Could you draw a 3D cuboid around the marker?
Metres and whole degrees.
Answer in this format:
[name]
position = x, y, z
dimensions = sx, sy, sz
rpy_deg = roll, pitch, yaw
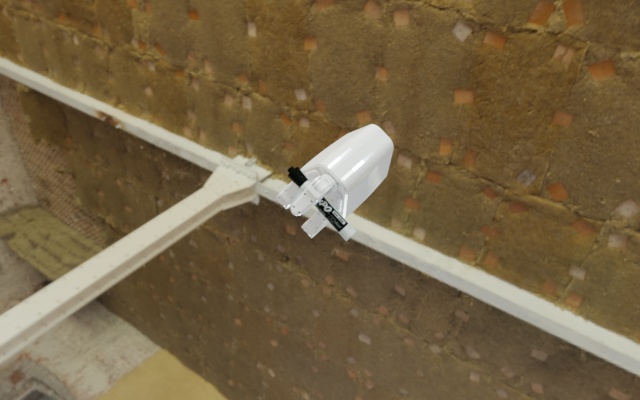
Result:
[marker]
position = 0.000, 0.002, 0.626
dimensions = 0.020, 0.121, 0.020
rpy_deg = -42, -3, -3
